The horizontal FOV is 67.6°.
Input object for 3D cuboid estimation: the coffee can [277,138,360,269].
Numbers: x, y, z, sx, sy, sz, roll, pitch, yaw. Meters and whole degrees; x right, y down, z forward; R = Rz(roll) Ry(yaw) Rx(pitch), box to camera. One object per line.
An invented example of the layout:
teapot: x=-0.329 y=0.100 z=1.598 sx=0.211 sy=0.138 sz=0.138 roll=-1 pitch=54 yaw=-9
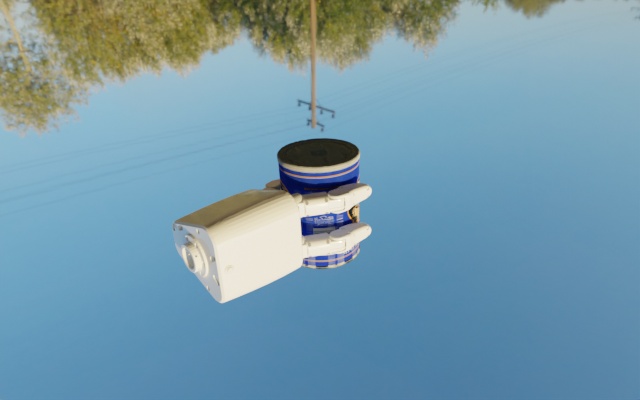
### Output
coffee can: x=0.000 y=0.002 z=0.619 sx=0.103 sy=0.140 sz=0.102 roll=-2 pitch=26 yaw=1
